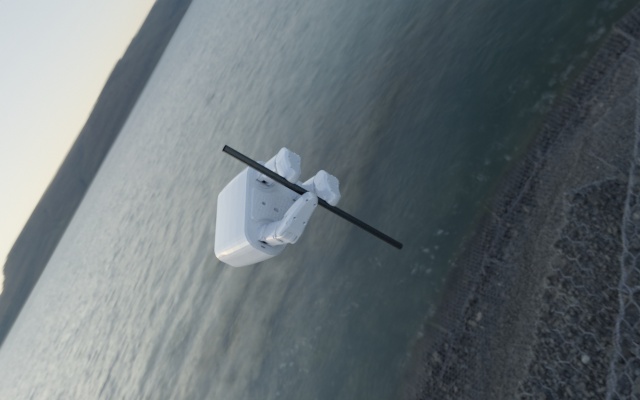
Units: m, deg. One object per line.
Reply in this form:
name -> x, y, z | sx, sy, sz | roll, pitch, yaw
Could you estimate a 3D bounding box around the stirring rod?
stirring rod -> 0.000, 0.002, 0.523 | 0.239, 0.011, 0.011 | 29, -13, -24
